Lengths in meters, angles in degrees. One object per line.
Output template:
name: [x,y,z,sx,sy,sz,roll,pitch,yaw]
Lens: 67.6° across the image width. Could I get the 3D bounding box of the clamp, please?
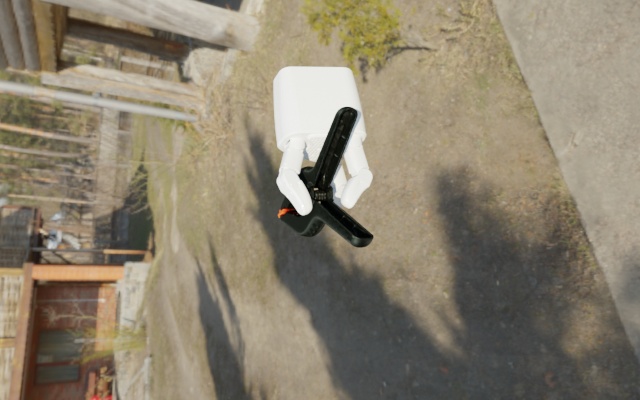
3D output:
clamp: [-0.001,0.002,0.607,0.036,0.164,0.210,3,-23,-28]
